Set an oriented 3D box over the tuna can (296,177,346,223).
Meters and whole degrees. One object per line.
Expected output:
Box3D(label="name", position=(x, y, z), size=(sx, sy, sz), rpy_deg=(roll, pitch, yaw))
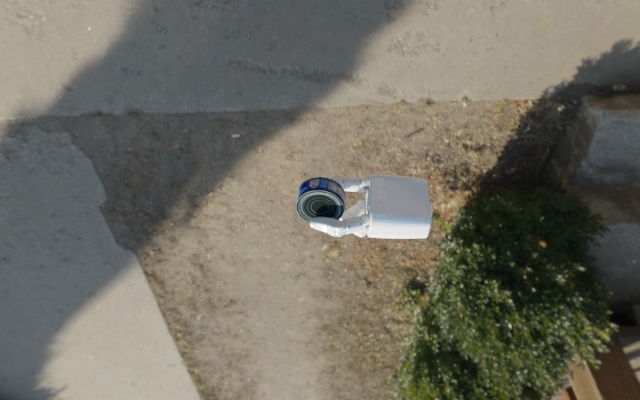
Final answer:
Box3D(label="tuna can", position=(0.000, 0.003, 0.822), size=(0.086, 0.086, 0.033), rpy_deg=(0, 42, 6))
